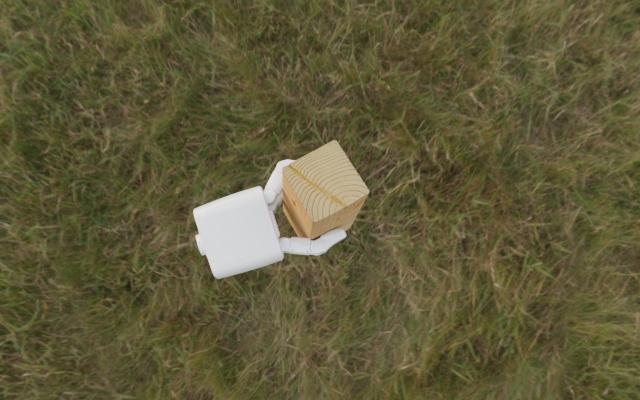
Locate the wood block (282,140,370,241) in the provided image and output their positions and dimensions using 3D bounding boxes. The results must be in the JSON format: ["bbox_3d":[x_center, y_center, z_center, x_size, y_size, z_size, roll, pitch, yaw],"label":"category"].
[{"bbox_3d":[0.000,0.003,0.736,0.090,0.091,0.206,-29,-12,-11],"label":"wood block"}]
